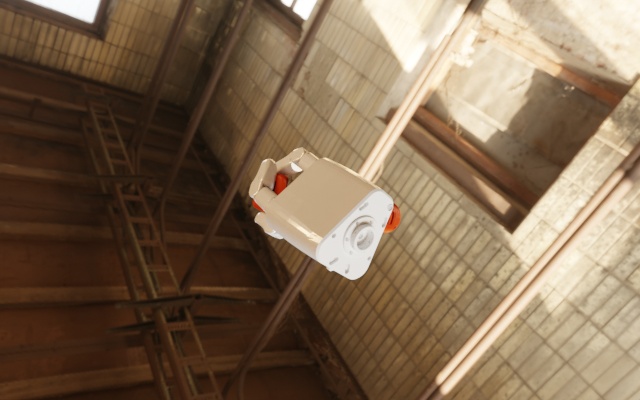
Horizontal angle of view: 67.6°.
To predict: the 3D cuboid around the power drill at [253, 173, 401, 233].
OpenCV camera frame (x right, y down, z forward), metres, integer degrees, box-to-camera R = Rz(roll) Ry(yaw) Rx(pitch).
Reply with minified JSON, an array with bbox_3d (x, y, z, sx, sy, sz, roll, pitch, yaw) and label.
[{"bbox_3d":[0.000,0.002,0.709,0.187,0.057,0.184,10,0,-25],"label":"power drill"}]
